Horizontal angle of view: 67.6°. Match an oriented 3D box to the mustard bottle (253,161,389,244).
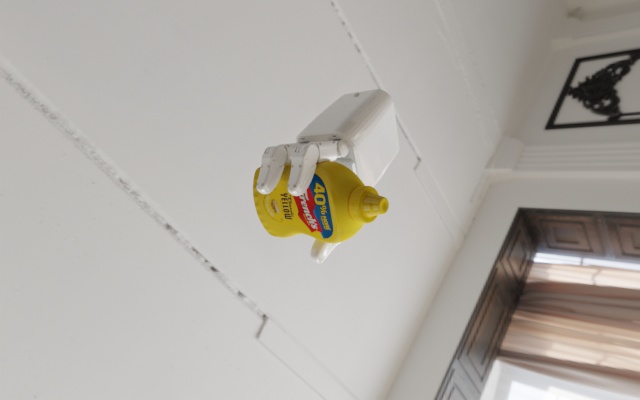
[{"bbox_3d":[0.000,0.002,0.566,0.191,0.096,0.058,3,17,45],"label":"mustard bottle"}]
